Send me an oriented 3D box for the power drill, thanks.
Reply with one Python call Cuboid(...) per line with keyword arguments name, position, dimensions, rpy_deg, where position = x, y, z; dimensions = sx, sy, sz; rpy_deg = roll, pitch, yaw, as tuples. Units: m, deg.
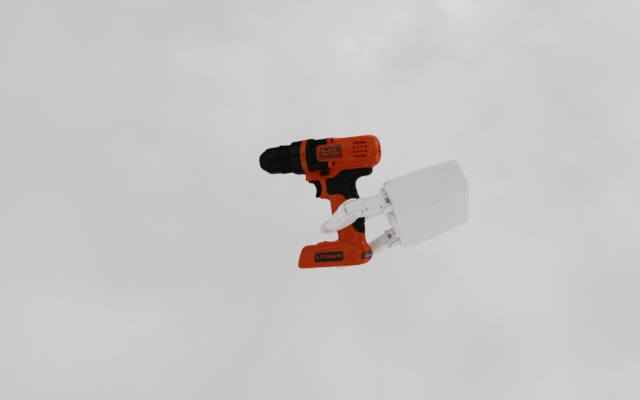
Cuboid(name="power drill", position=(0.000, 0.003, 0.689), dimensions=(0.184, 0.187, 0.057), rpy_deg=(-5, -2, 20))
